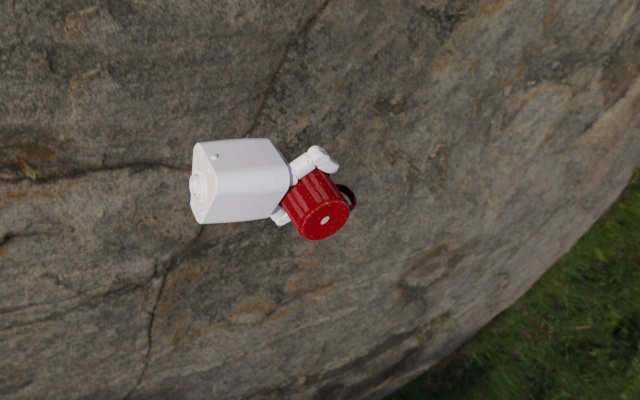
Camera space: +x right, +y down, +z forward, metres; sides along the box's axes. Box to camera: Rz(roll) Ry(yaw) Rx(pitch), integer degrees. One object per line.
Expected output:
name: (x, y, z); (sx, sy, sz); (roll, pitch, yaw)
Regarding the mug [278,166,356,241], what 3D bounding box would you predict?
mug: (0.001, 0.002, 0.699); (0.117, 0.093, 0.081); (-7, 46, -32)
